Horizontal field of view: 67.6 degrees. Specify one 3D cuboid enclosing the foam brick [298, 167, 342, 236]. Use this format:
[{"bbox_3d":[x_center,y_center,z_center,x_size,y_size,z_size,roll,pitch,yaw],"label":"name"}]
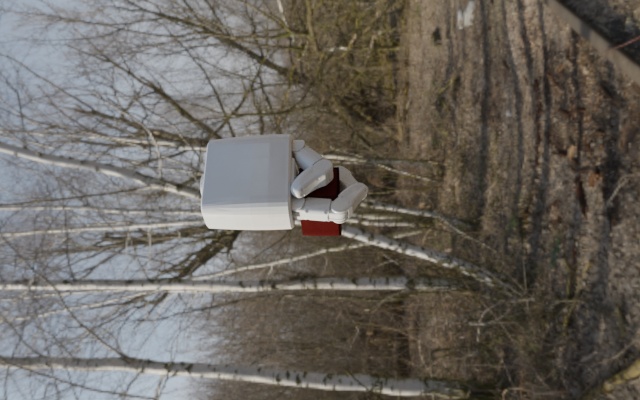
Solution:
[{"bbox_3d":[0.000,0.002,0.609,0.051,0.053,0.078,-2,-42,3],"label":"foam brick"}]
